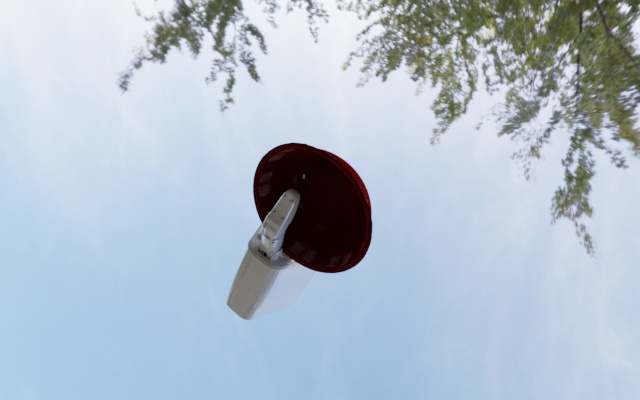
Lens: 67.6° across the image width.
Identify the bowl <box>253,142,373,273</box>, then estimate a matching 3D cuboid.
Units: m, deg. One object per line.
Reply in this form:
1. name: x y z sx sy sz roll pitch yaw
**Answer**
1. bowl: 0.001 0.001 0.553 0.162 0.162 0.055 0 24 37
